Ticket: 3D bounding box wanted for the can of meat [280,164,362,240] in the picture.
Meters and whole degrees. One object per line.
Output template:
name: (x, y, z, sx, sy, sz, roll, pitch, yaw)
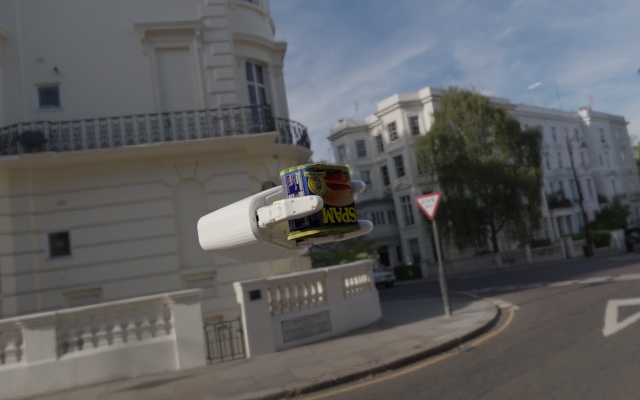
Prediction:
can of meat: (0.000, 0.002, 0.596, 0.057, 0.084, 0.102, -17, -11, 38)
